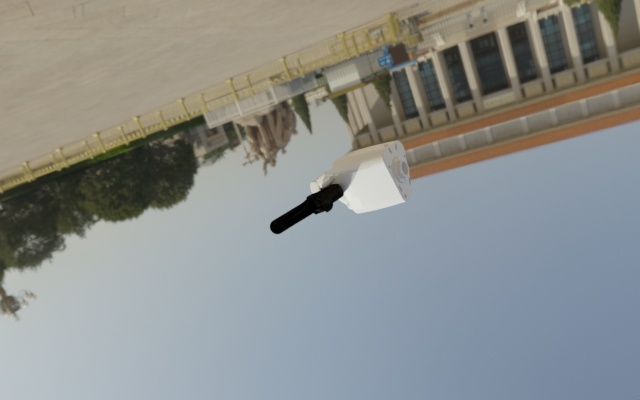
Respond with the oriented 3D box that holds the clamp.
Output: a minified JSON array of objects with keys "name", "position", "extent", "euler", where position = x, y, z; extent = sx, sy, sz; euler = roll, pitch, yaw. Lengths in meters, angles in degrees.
[{"name":"clamp","position":[0.000,0.003,0.815],"extent":[0.120,0.039,0.171],"euler":[-17,13,36]}]
